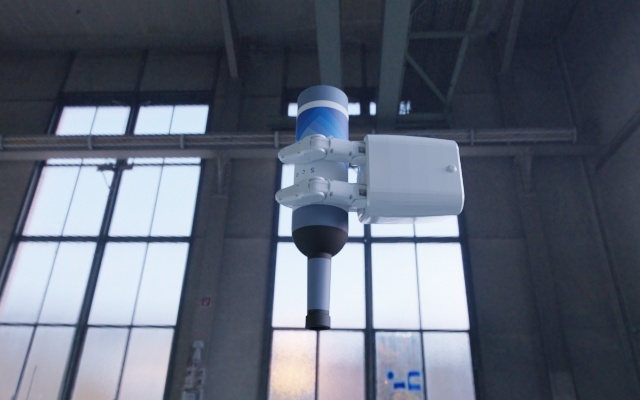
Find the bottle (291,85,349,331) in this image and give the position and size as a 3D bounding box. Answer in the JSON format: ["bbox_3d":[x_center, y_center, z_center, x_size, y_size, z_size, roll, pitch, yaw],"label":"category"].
[{"bbox_3d":[0.000,0.002,0.563,0.069,0.295,0.069,1,-26,0],"label":"bottle"}]
